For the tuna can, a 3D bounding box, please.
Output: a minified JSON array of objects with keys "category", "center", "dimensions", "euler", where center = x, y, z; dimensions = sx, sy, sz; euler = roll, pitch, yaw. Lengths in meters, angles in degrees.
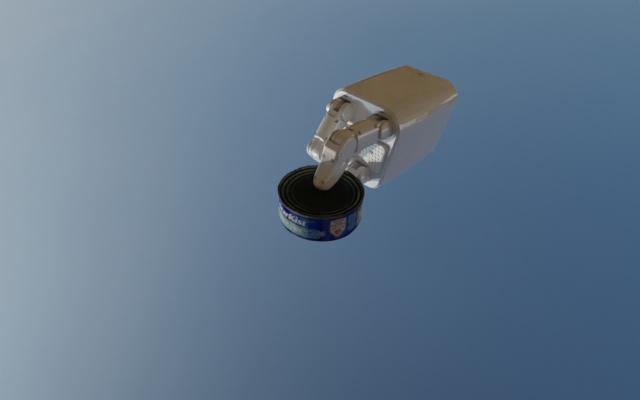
[{"category":"tuna can","center":[0.000,0.002,0.479],"dimensions":[0.086,0.034,0.086],"euler":[1,39,-1]}]
